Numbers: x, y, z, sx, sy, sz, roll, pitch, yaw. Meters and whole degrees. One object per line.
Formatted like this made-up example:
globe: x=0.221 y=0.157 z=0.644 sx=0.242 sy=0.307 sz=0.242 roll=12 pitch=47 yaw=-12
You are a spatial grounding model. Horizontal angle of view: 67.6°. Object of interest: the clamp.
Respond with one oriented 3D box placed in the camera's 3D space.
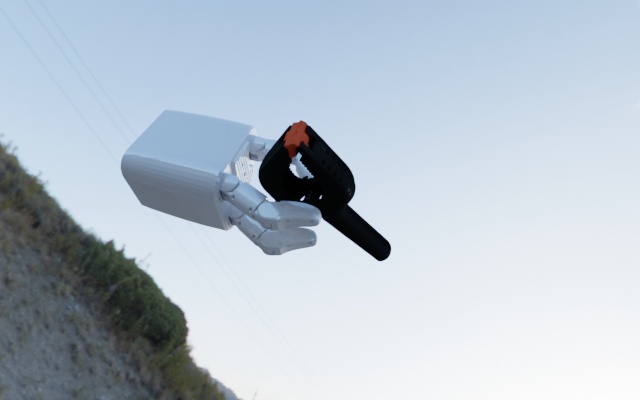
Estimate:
clamp: x=0.000 y=0.001 z=0.484 sx=0.164 sy=0.036 sz=0.210 roll=12 pitch=-30 yaw=7
